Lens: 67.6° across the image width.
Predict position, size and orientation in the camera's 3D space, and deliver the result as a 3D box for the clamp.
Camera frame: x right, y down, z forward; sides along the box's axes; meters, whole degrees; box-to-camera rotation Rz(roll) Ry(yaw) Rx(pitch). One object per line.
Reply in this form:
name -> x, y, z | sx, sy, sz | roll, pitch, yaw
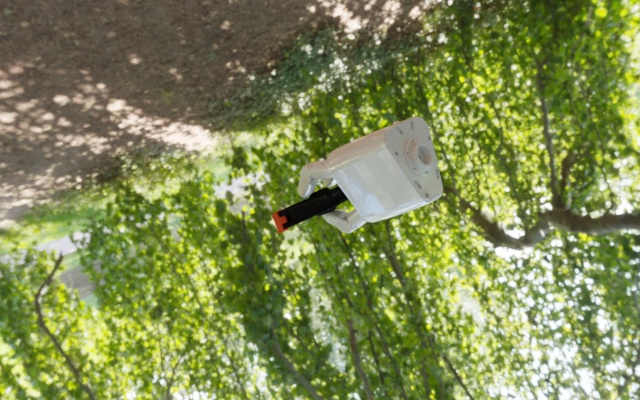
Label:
clamp -> 0.000, 0.003, 0.723 | 0.210, 0.036, 0.164 | -25, 3, -40
